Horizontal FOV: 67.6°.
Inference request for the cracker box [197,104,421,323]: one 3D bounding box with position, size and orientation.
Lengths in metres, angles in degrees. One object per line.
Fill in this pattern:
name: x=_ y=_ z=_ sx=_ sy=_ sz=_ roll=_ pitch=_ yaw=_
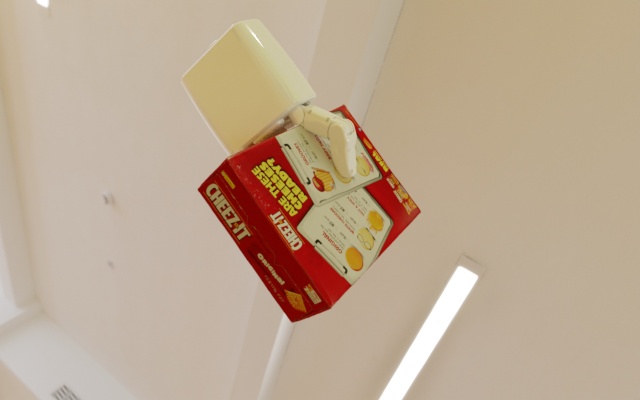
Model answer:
cracker box: x=0.000 y=0.002 z=0.518 sx=0.072 sy=0.164 sz=0.213 roll=-35 pitch=0 yaw=41
